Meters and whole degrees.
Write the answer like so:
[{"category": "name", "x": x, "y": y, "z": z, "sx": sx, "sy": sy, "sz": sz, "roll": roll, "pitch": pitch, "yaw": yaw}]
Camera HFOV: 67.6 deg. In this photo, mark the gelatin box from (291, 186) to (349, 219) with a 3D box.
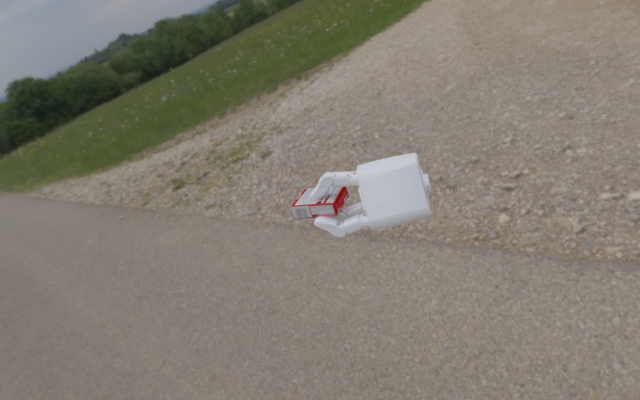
[{"category": "gelatin box", "x": 0.000, "y": 0.003, "z": 0.885, "sx": 0.089, "sy": 0.030, "sz": 0.073, "roll": -4, "pitch": 27, "yaw": 24}]
